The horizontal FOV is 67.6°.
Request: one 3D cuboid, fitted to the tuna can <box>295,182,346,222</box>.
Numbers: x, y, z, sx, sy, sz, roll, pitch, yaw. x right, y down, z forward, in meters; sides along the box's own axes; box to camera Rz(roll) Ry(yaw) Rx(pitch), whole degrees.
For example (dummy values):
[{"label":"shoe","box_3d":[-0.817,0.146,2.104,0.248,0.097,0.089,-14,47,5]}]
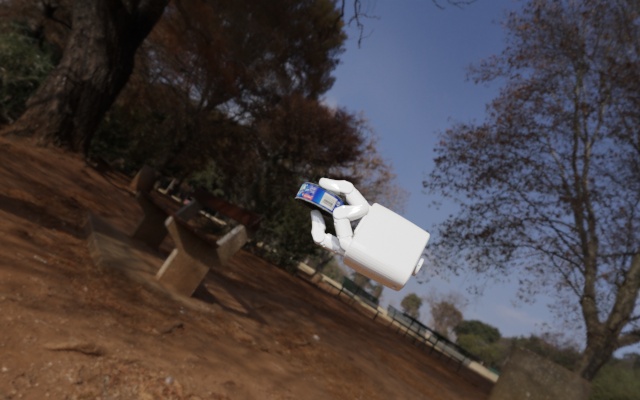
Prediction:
[{"label":"tuna can","box_3d":[0.000,0.002,0.837,0.086,0.033,0.086,27,-11,5]}]
